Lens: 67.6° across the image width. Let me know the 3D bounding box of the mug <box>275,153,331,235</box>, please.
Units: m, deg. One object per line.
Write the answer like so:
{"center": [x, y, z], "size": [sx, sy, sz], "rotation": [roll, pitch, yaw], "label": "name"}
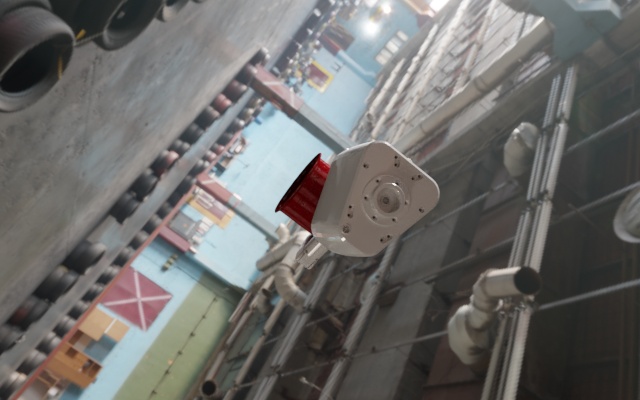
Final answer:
{"center": [0.000, 0.002, 0.608], "size": [0.081, 0.093, 0.117], "rotation": [38, -9, -9], "label": "mug"}
